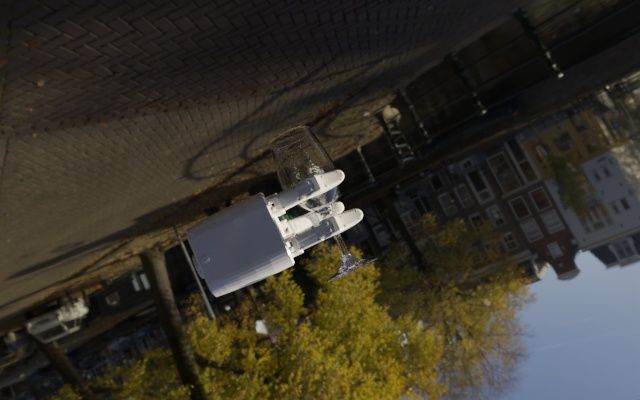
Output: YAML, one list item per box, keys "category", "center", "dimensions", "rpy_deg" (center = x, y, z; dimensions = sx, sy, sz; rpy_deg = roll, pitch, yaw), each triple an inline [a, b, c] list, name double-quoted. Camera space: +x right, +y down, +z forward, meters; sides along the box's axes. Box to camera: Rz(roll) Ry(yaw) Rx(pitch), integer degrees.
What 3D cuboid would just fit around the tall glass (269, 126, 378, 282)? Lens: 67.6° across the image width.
- category: "tall glass"
  center: [0.001, 0.003, 0.641]
  dimensions: [0.079, 0.201, 0.079]
  rpy_deg: [-25, -7, -3]
